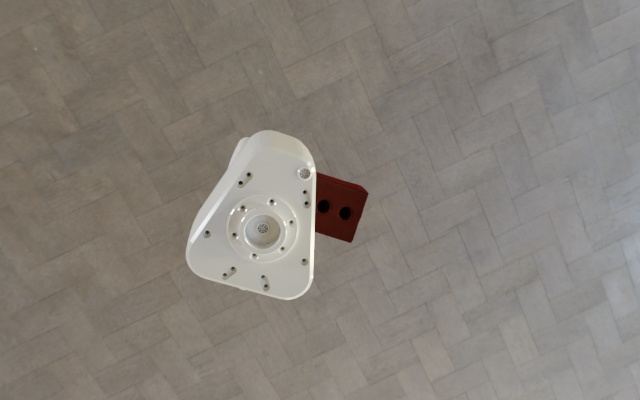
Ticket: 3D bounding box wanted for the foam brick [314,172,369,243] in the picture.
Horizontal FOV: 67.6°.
[{"bbox_3d":[0.000,0.002,0.466,0.078,0.053,0.051,17,8,-10],"label":"foam brick"}]
